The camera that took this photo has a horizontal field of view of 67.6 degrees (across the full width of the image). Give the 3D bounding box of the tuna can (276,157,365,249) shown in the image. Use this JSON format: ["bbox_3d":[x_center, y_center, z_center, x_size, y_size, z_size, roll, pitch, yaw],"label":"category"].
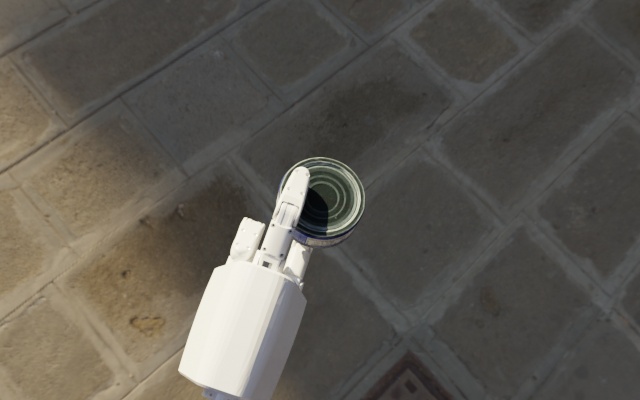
[{"bbox_3d":[0.000,0.001,0.468,0.086,0.086,0.034,0,-22,-8],"label":"tuna can"}]
